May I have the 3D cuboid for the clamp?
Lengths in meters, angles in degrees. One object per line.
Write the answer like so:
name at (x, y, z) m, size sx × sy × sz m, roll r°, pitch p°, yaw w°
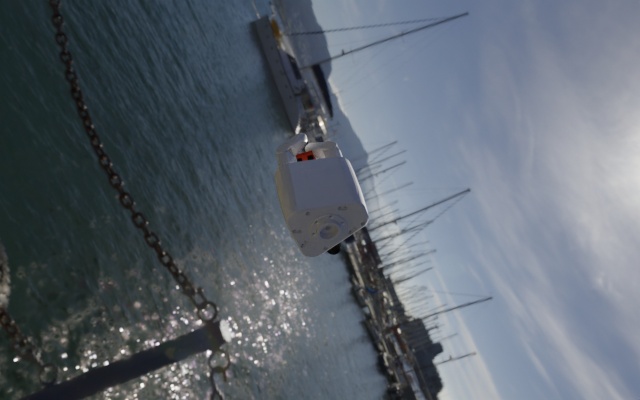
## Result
clamp at (0.001, 0.002, 0.772) m, size 0.039 × 0.172 × 0.120 m, roll -21°, pitch 40°, yaw 5°
